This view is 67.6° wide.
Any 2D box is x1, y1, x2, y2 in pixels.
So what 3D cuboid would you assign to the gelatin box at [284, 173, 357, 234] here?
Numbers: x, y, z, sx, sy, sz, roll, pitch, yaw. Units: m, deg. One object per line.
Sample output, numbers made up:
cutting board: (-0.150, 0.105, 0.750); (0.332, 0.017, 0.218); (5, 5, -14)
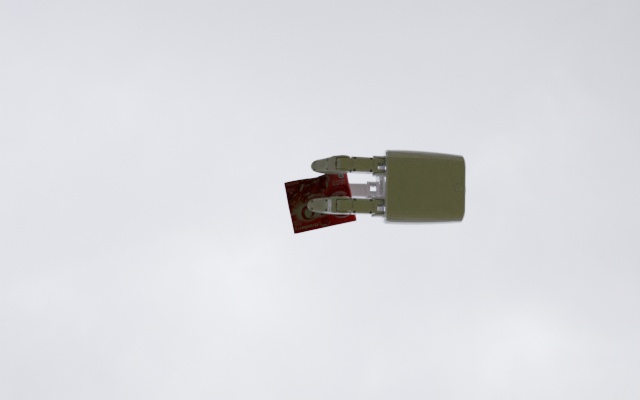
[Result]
gelatin box: (0.000, 0.002, 0.661); (0.089, 0.073, 0.030); (-12, -3, 4)
